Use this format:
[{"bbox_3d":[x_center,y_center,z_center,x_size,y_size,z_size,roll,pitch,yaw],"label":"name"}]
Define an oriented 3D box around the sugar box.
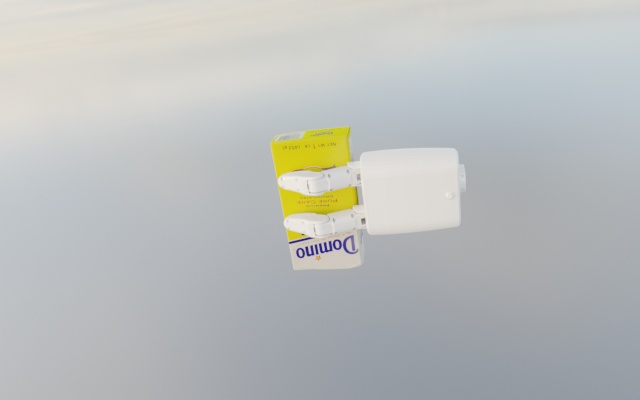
[{"bbox_3d":[0.000,0.002,0.589,0.093,0.176,0.048,-4,23,11],"label":"sugar box"}]
